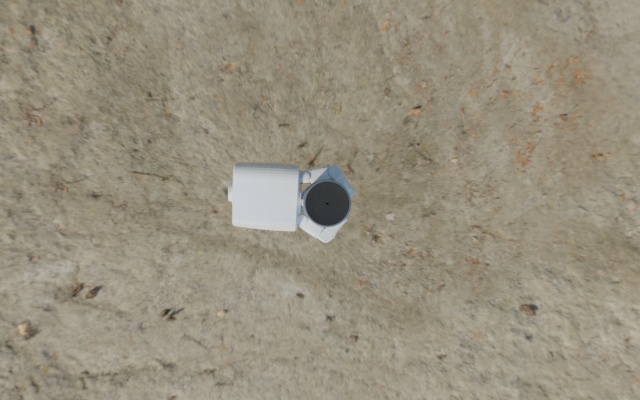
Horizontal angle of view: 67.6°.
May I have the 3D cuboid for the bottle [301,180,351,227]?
[{"bbox_3d":[0.000,0.003,0.807,0.069,0.069,0.295,0,1,-4],"label":"bottle"}]
